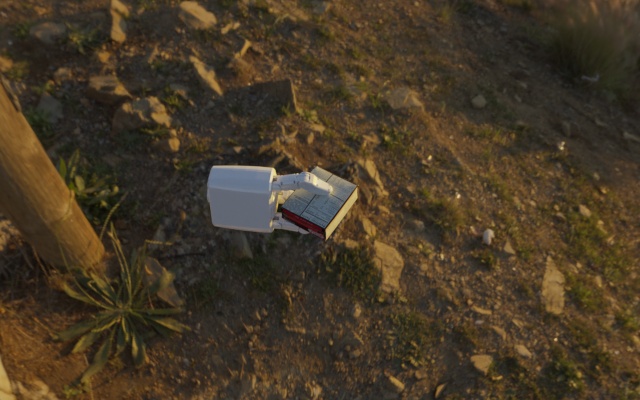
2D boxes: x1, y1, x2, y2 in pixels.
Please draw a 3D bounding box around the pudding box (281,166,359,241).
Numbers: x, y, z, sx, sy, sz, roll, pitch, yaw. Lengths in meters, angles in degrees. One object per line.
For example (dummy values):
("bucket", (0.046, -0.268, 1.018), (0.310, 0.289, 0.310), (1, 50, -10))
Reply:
("pudding box", (0.000, 0.003, 0.811), (0.090, 0.113, 0.039), (27, -31, 19))
